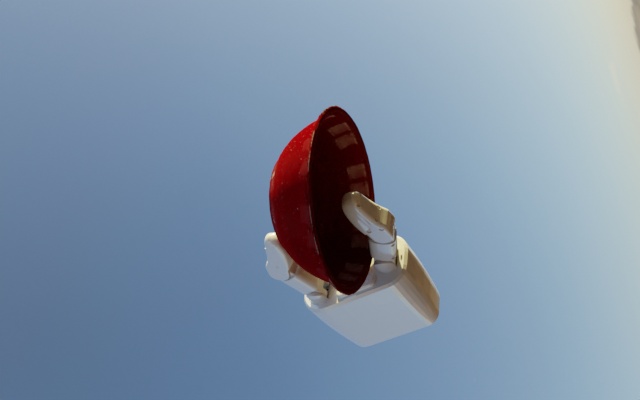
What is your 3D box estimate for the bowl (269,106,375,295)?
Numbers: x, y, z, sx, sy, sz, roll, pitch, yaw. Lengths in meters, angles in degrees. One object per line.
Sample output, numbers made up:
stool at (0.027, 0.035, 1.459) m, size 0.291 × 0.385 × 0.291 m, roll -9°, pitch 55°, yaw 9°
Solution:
bowl at (-0.001, 0.000, 0.421) m, size 0.055 × 0.162 × 0.162 m, roll -4°, pitch -2°, yaw 23°
